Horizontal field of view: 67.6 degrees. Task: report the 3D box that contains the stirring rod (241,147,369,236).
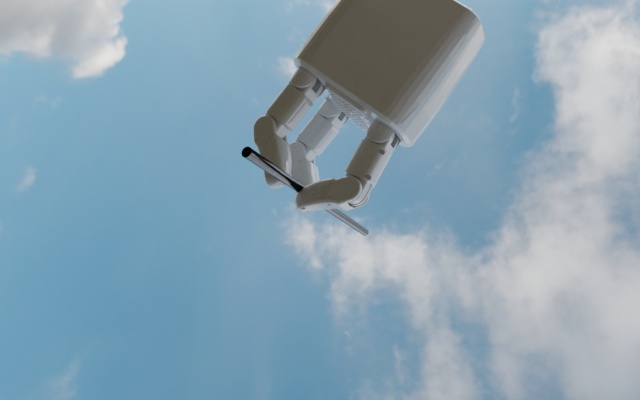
[{"bbox_3d":[0.000,0.001,0.423,0.011,0.011,0.239,0,-16,25],"label":"stirring rod"}]
